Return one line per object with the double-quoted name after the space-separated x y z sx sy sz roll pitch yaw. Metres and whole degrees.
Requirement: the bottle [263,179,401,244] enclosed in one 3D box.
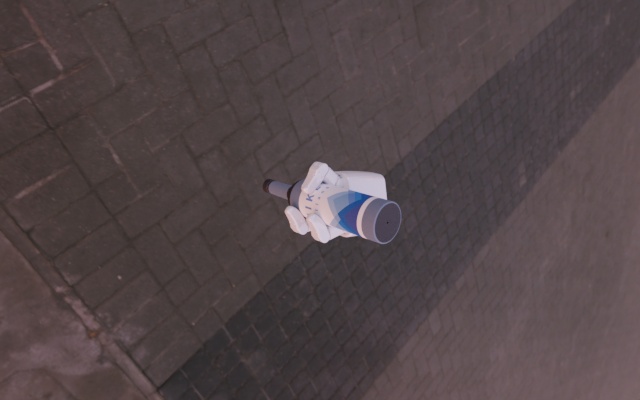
0.000 0.003 0.819 0.069 0.069 0.295 0 12 -45 "bottle"
